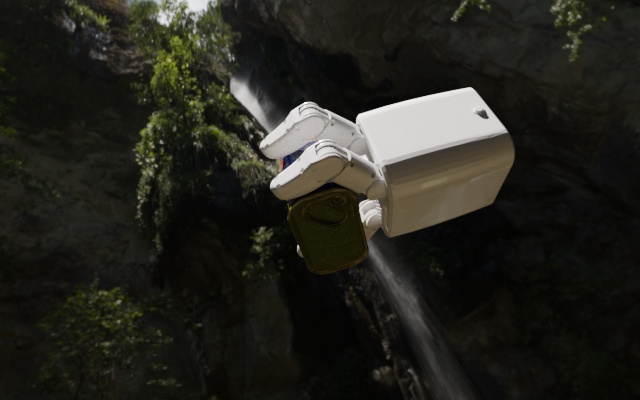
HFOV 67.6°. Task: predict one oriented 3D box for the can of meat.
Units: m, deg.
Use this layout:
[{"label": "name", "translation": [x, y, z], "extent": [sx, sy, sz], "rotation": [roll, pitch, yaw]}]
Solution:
[{"label": "can of meat", "translation": [0.000, 0.001, 0.428], "extent": [0.057, 0.084, 0.102], "rotation": [-17, -43, 1]}]
